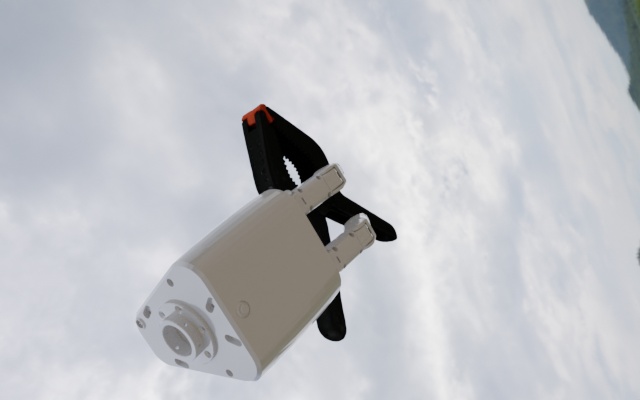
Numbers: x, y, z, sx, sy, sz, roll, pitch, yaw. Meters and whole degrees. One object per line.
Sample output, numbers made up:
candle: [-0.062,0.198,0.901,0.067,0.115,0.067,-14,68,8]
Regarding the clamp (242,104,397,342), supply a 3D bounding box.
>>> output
clamp: [-0.001,0.001,0.456,0.036,0.210,0.164,-23,11,37]
